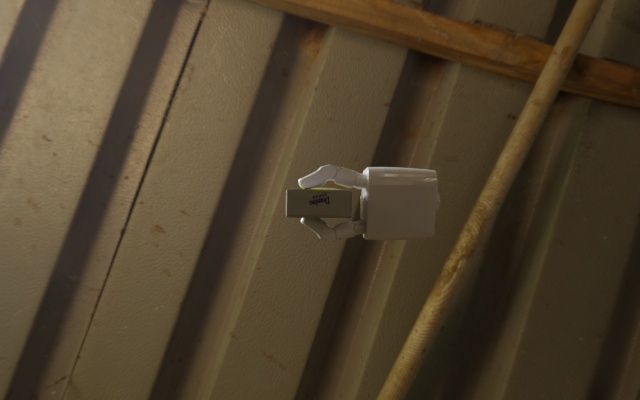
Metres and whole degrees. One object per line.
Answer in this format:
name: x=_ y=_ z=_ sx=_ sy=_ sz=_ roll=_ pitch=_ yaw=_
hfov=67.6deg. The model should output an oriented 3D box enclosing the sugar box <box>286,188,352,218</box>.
sugar box: x=0.000 y=0.002 z=0.743 sx=0.093 sy=0.048 sz=0.176 roll=1 pitch=-1 yaw=1
